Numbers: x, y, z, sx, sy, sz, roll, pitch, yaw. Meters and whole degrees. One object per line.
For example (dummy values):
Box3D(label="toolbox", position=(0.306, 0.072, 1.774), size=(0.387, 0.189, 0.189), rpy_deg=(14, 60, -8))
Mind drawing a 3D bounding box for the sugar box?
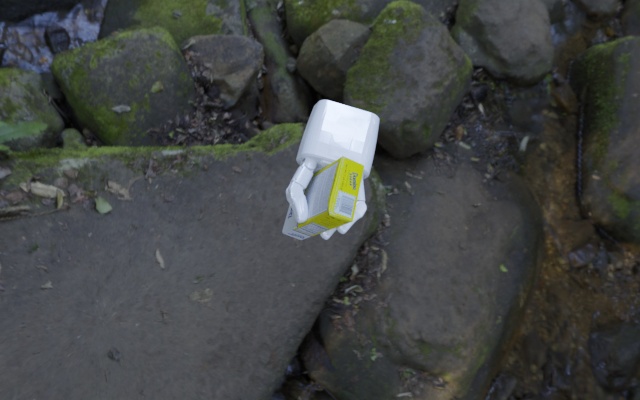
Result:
Box3D(label="sugar box", position=(0.001, 0.003, 0.755), size=(0.048, 0.093, 0.176), rpy_deg=(21, -21, -18))
